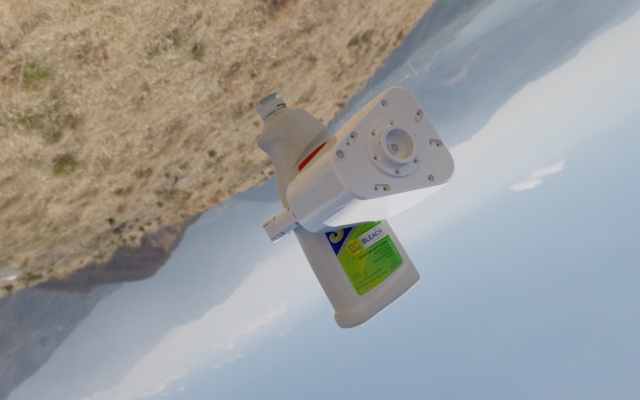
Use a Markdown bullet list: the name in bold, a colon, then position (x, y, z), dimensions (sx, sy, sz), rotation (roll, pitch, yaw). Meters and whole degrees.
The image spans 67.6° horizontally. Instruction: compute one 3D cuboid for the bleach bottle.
- **bleach bottle**: position (0.000, 0.002, 0.508), dimensions (0.102, 0.251, 0.068), rotation (-30, -3, -26)
